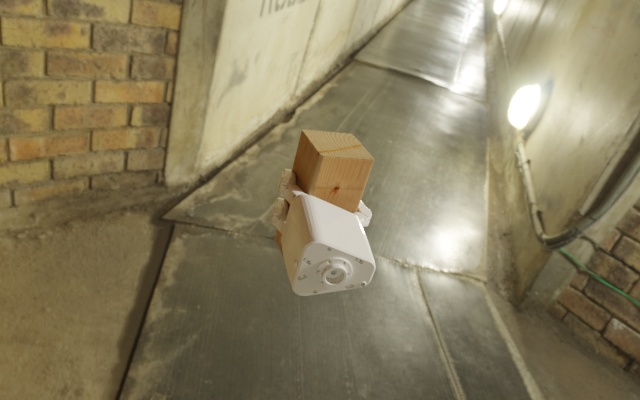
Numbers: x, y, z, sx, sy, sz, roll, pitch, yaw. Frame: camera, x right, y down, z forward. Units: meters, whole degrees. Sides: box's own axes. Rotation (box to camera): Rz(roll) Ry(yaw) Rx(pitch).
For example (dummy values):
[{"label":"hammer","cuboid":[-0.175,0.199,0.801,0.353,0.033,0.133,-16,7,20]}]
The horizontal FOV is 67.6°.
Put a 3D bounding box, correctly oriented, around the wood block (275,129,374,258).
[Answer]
[{"label":"wood block","cuboid":[0.001,0.003,0.759,0.091,0.206,0.090,2,32,-25]}]
